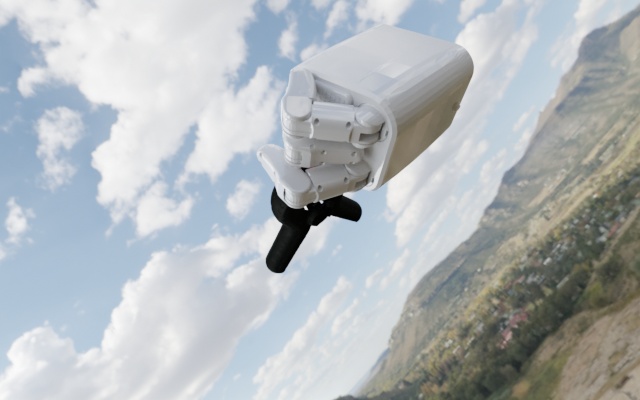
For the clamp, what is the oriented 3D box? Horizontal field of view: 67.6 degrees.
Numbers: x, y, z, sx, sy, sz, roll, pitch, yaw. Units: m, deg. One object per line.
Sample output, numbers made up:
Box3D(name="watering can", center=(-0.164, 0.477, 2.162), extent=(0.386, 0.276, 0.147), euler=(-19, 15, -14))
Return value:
Box3D(name="clamp", center=(0.000, 0.001, 0.460), extent=(0.120, 0.039, 0.172), euler=(-35, -22, -26))
